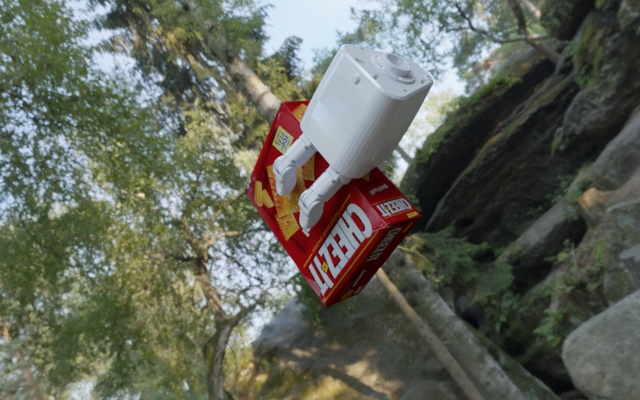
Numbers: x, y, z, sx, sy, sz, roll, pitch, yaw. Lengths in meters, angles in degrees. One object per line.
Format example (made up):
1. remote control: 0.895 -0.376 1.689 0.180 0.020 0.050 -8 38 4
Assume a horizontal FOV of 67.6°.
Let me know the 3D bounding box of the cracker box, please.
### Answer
1. cracker box: 0.000 0.002 0.612 0.072 0.213 0.164 -14 -34 -41
